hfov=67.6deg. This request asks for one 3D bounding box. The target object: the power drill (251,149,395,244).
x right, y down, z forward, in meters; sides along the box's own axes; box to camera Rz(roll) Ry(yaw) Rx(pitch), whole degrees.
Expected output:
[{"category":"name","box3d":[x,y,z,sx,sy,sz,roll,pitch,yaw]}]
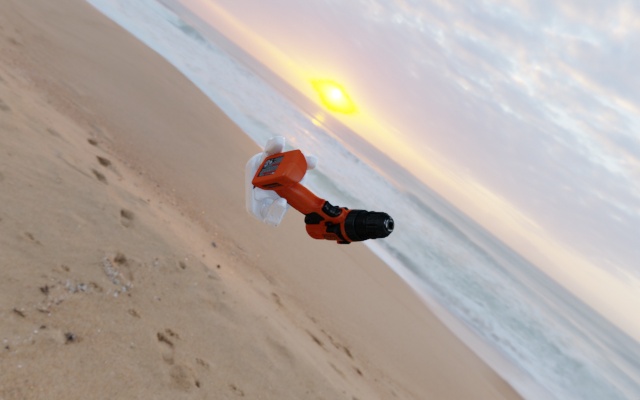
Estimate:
[{"category":"power drill","box3d":[0.000,0.002,0.731,0.184,0.057,0.188,-7,-42,49]}]
